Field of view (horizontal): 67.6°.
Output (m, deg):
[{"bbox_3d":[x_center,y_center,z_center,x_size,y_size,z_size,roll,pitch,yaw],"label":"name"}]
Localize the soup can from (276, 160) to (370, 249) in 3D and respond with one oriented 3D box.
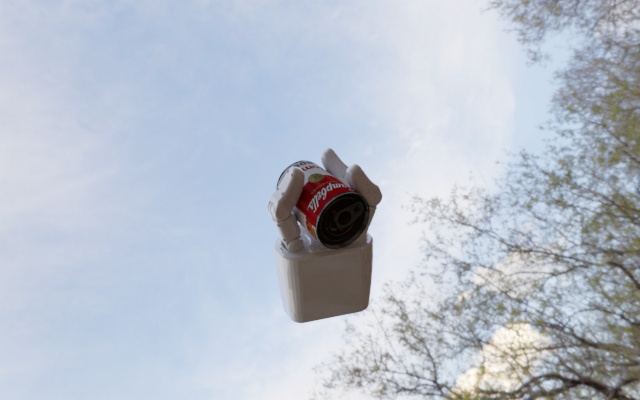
[{"bbox_3d":[0.000,0.001,0.549,0.068,0.068,0.102,0,25,-33],"label":"soup can"}]
